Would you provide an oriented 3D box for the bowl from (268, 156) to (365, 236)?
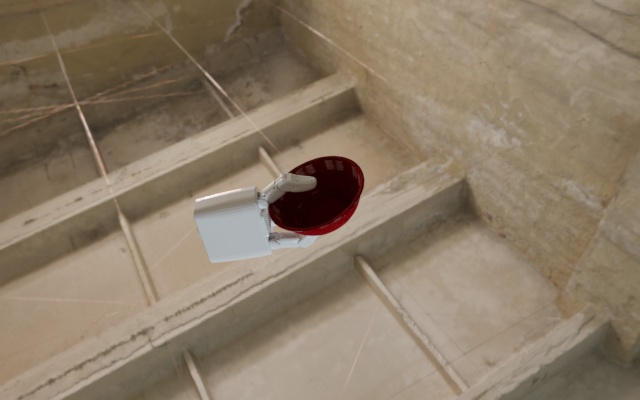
[{"bbox_3d":[0.002,0.003,0.763,0.162,0.162,0.055,0,-42,29],"label":"bowl"}]
